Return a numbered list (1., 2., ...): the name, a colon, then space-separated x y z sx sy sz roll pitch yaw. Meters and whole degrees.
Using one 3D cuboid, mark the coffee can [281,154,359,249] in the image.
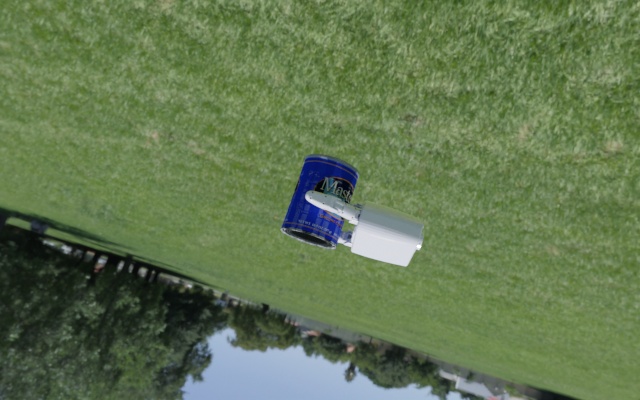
1. coffee can: 0.000 0.003 0.843 0.103 0.140 0.103 17 -14 4
